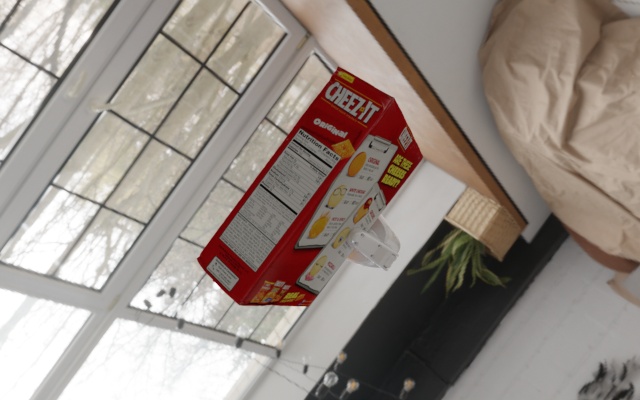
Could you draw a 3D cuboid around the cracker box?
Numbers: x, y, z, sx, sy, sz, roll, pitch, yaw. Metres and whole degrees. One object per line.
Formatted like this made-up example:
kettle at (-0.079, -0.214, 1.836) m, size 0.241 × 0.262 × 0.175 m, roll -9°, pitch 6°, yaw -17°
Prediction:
cracker box at (0.000, 0.002, 0.471) m, size 0.072 × 0.213 × 0.164 m, roll 37°, pitch 2°, yaw 23°
